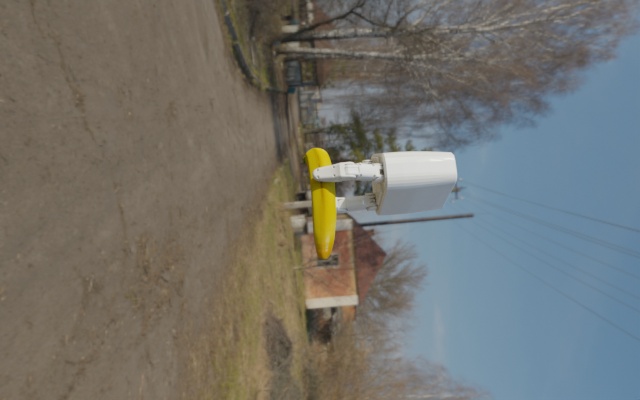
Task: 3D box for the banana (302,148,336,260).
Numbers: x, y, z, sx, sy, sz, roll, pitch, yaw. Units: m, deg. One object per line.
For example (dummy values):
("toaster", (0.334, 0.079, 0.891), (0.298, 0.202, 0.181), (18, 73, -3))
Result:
("banana", (0.001, -0.012, 0.704), (0.037, 0.197, 0.070), (-2, -38, -8))
